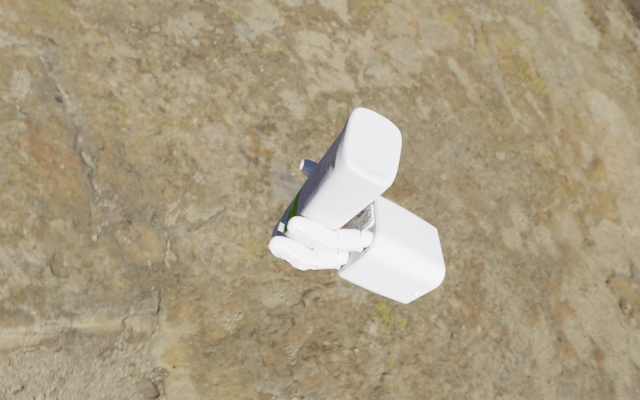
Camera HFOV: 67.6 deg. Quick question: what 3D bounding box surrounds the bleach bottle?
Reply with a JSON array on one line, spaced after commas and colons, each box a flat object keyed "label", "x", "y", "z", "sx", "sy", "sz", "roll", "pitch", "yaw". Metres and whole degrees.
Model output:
[{"label": "bleach bottle", "x": 0.000, "y": 0.002, "z": 0.594, "sx": 0.068, "sy": 0.102, "sz": 0.251, "roll": 27, "pitch": -39, "yaw": -14}]
